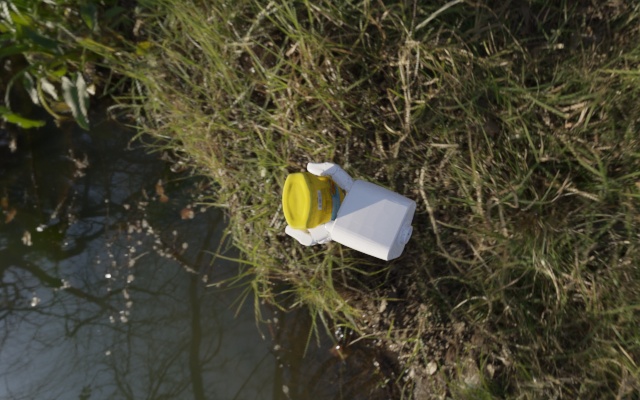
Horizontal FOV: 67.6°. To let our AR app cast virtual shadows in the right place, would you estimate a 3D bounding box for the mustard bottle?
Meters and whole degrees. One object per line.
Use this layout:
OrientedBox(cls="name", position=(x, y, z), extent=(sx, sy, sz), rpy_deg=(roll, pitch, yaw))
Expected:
OrientedBox(cls="mustard bottle", position=(0.000, 0.003, 0.873), extent=(0.058, 0.096, 0.191), rpy_deg=(-6, -4, 24))
